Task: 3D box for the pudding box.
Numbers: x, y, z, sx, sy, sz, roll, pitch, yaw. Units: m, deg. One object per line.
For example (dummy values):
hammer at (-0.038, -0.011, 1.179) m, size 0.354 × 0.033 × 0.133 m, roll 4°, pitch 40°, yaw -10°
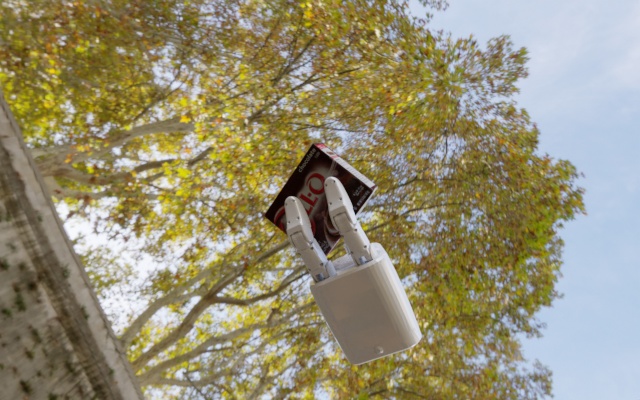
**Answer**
pudding box at (0.000, 0.002, 0.566) m, size 0.090 × 0.113 × 0.039 m, roll 38°, pitch 17°, yaw 9°
